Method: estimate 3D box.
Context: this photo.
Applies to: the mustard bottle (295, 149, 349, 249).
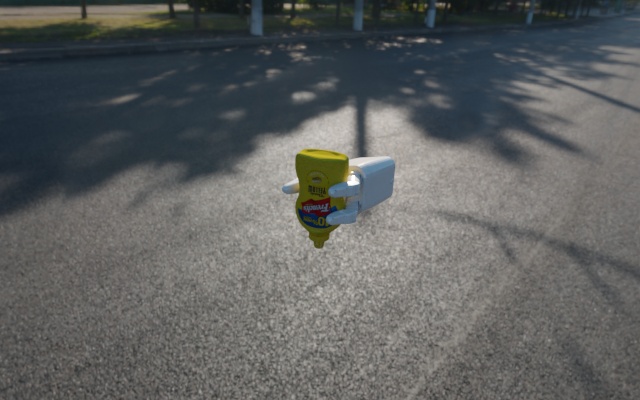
[{"bbox_3d":[0.000,0.003,0.894,0.096,0.192,0.058,9,25,16],"label":"mustard bottle"}]
